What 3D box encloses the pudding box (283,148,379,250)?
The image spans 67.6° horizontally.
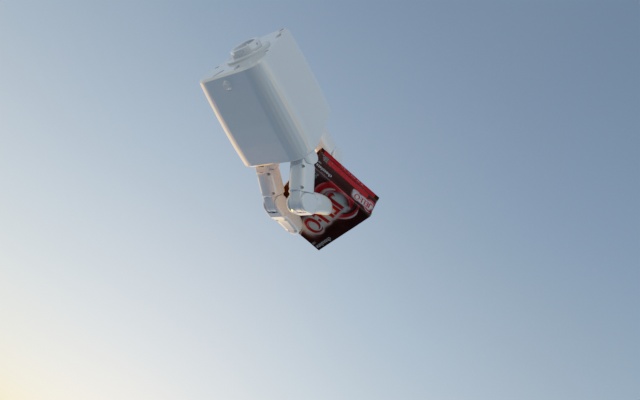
[{"bbox_3d":[0.000,0.002,0.564,0.113,0.090,0.039,-39,13,50],"label":"pudding box"}]
